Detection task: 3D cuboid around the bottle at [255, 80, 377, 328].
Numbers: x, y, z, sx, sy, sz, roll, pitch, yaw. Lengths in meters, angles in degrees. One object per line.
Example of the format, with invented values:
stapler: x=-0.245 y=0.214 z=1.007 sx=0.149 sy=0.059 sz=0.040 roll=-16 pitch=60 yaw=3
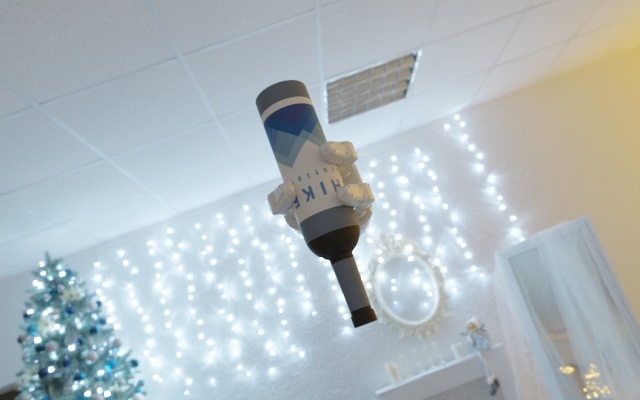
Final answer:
bottle: x=0.000 y=0.002 z=0.558 sx=0.069 sy=0.295 sz=0.069 roll=-19 pitch=-15 yaw=-5
